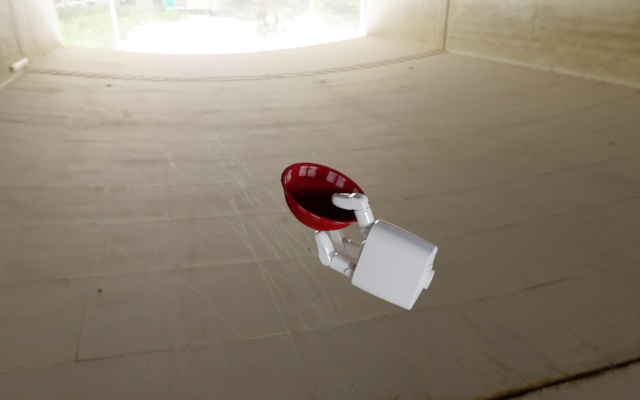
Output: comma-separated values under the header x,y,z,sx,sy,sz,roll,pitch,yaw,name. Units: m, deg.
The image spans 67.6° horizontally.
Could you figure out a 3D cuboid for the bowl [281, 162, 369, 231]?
x,y,z,sx,sy,sz,roll,pitch,yaw,name
-0.001,0.002,0.831,0.162,0.055,0.162,17,35,-12,bowl
